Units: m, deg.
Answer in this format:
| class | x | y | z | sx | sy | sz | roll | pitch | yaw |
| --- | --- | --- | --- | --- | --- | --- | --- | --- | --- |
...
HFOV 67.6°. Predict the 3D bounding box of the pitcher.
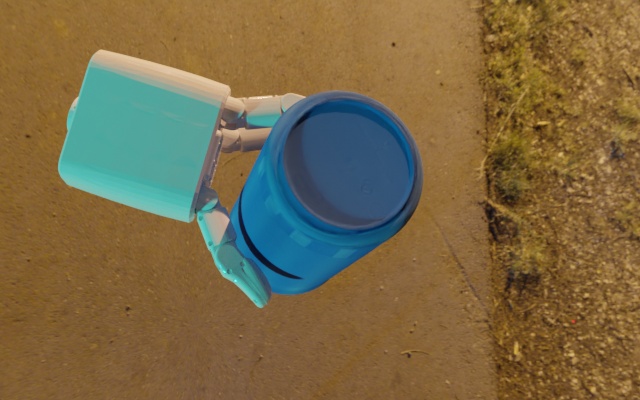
| class | x | y | z | sx | sy | sz | roll | pitch | yaw |
| --- | --- | --- | --- | --- | --- | --- | --- | --- | --- |
| pitcher | 0.000 | 0.001 | 0.416 | 0.145 | 0.149 | 0.243 | 19 | -18 | -8 |
